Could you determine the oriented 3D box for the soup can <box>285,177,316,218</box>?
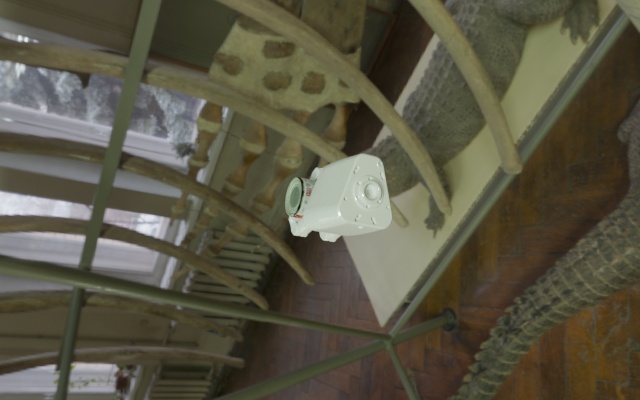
[{"bbox_3d":[0.000,0.003,0.801,0.102,0.068,0.068,11,-5,-25],"label":"soup can"}]
